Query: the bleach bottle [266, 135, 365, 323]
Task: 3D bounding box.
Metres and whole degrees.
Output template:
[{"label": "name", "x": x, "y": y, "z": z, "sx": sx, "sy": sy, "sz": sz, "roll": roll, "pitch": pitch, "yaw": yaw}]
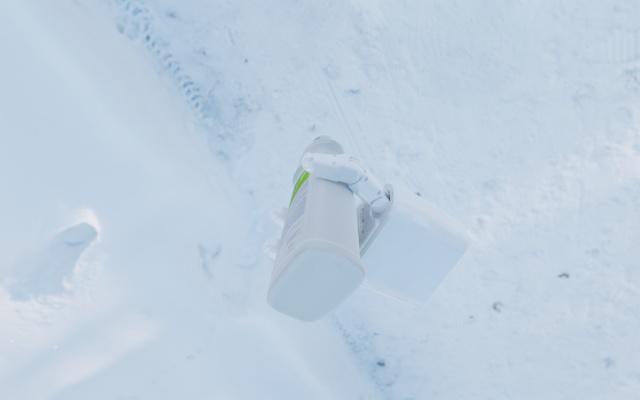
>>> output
[{"label": "bleach bottle", "x": 0.000, "y": 0.002, "z": 0.520, "sx": 0.068, "sy": 0.103, "sz": 0.250, "roll": 26, "pitch": 37, "yaw": -17}]
